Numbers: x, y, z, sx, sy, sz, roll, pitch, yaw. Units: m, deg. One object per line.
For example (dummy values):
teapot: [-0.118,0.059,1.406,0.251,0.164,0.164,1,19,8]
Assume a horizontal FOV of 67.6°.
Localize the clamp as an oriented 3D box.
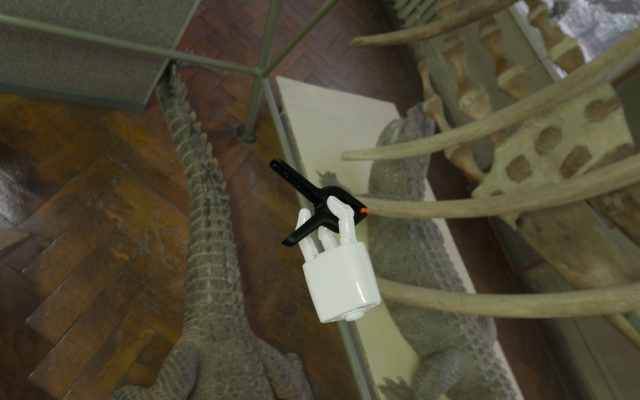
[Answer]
clamp: [0.001,0.003,0.865,0.210,0.164,0.036,2,-26,-40]
